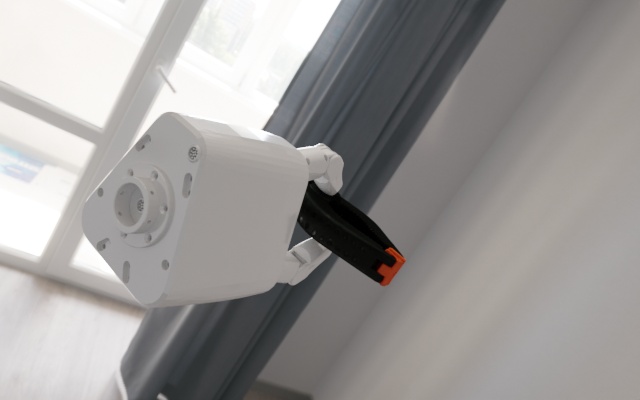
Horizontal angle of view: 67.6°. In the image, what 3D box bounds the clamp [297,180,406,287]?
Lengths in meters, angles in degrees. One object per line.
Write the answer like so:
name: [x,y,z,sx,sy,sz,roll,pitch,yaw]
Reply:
clamp: [0.001,0.001,0.458,0.210,0.036,0.164,39,16,25]
